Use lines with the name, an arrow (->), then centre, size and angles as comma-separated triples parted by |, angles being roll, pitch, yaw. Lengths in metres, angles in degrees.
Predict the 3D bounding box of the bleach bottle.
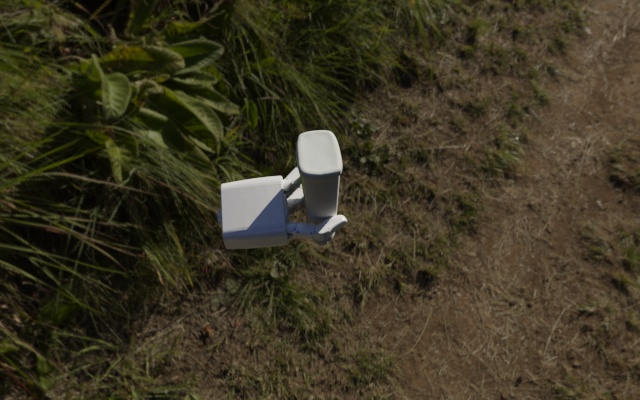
bleach bottle -> 0.000, 0.003, 0.822 | 0.068, 0.102, 0.251 | -6, -39, -3
